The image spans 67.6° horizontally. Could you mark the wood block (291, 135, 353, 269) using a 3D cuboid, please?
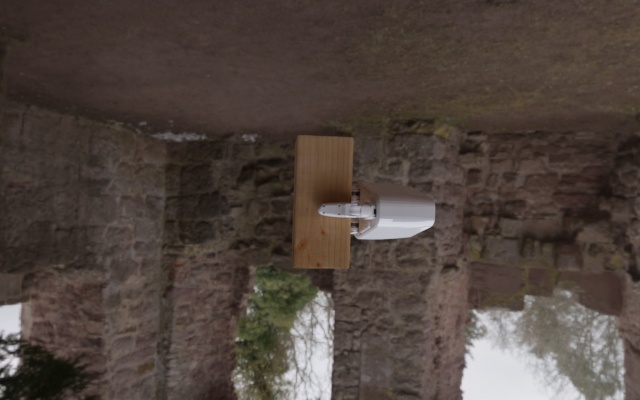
[{"bbox_3d":[0.001,0.003,0.780,0.090,0.206,0.091,2,-1,-6],"label":"wood block"}]
